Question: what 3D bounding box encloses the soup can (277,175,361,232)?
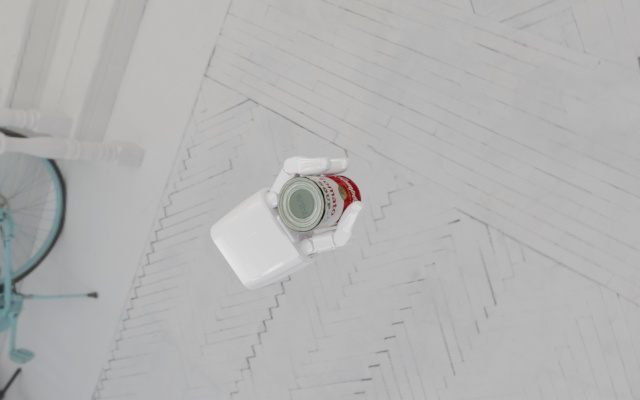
[{"bbox_3d":[0.000,0.002,0.603,0.068,0.068,0.102,0,3,29],"label":"soup can"}]
